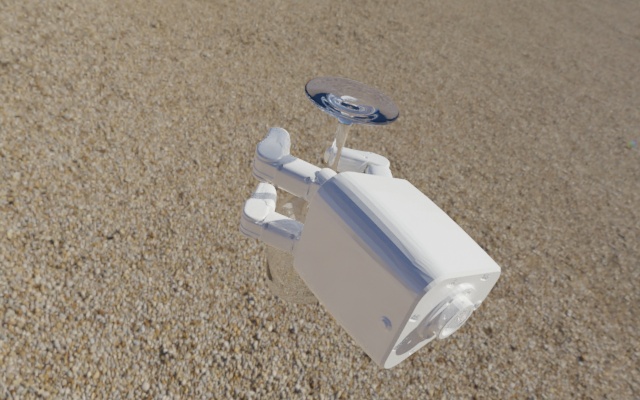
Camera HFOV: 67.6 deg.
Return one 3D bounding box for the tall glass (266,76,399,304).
[{"bbox_3d":[0.000,0.001,0.416,0.079,0.201,0.079,12,36,-8],"label":"tall glass"}]
